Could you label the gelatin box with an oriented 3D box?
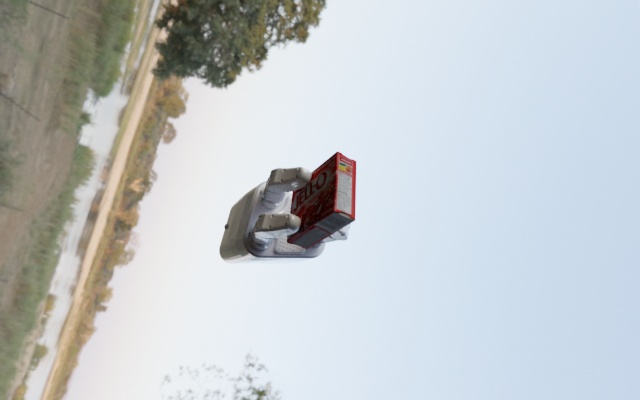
[{"bbox_3d":[0.001,0.002,0.505,0.030,0.073,0.089,24,-37,-28],"label":"gelatin box"}]
